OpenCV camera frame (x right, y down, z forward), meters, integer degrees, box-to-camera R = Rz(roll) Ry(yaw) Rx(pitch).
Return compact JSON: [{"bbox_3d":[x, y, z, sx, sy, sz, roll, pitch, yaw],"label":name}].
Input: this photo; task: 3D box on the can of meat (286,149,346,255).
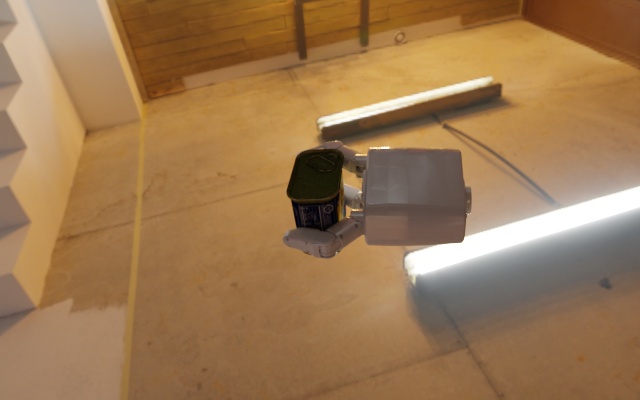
[{"bbox_3d":[0.000,0.002,0.553,0.057,0.084,0.102,-2,36,9],"label":"can of meat"}]
